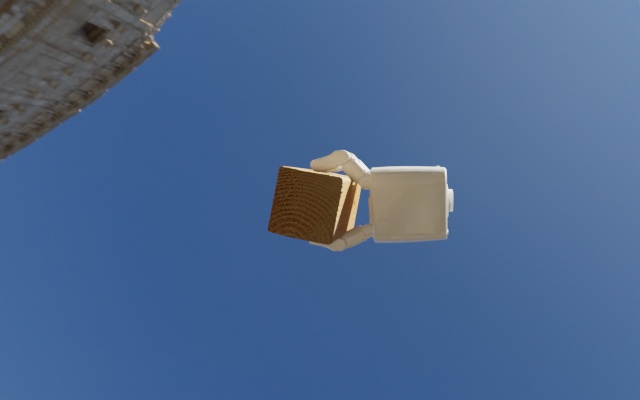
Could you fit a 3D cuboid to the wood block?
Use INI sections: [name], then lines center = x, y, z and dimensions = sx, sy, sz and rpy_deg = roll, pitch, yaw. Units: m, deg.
[wood block]
center = 0.000, 0.003, 0.716
dimensions = 0.090, 0.091, 0.206
rpy_deg = 11, 4, 11
